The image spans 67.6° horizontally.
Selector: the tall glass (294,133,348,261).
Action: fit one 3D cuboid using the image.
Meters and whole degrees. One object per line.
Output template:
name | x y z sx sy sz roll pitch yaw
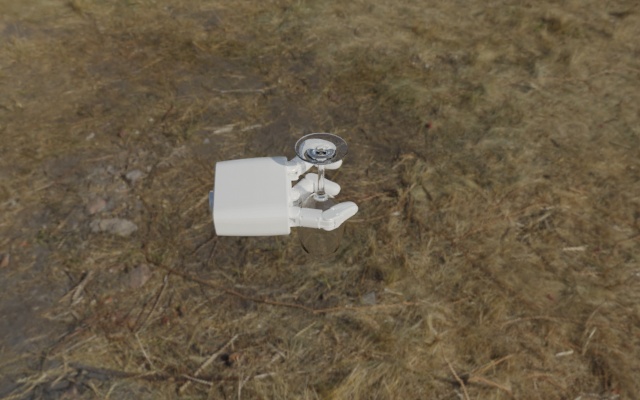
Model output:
tall glass | 0.000 0.002 0.720 0.079 0.201 0.079 0 41 0
